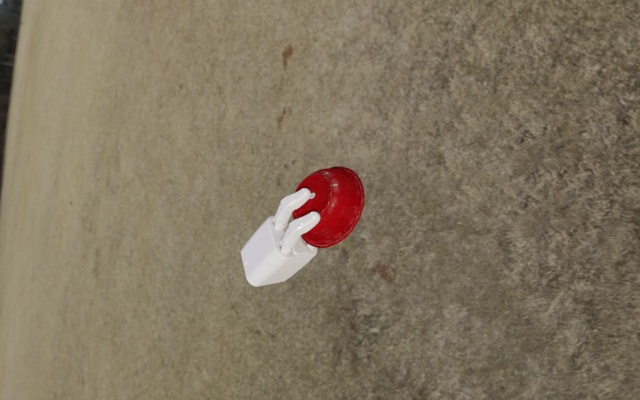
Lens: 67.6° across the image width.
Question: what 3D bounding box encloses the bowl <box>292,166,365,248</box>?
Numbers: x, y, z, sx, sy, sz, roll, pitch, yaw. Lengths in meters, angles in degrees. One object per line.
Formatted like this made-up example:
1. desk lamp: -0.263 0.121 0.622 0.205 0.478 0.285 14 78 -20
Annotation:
1. bowl: 0.001 0.002 0.874 0.162 0.162 0.055 0 -20 41
